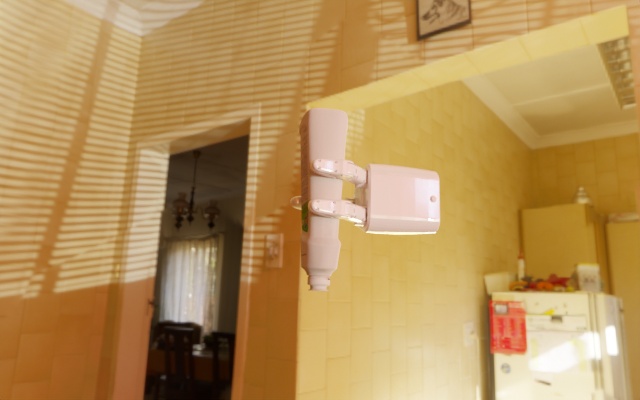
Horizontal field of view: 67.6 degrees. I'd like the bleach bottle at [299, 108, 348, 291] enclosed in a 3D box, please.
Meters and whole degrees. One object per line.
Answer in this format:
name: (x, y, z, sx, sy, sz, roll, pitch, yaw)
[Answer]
bleach bottle: (0.000, 0.002, 0.684, 0.068, 0.250, 0.102, 4, -12, -8)
